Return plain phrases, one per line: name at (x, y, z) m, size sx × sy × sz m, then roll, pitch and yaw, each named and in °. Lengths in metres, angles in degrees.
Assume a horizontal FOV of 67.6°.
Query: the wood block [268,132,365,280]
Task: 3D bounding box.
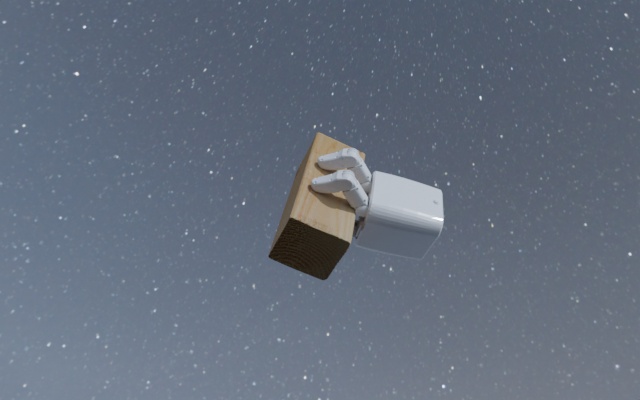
wood block at (0.000, 0.003, 0.713) m, size 0.090 × 0.091 × 0.206 m, roll 24°, pitch 40°, yaw -8°
